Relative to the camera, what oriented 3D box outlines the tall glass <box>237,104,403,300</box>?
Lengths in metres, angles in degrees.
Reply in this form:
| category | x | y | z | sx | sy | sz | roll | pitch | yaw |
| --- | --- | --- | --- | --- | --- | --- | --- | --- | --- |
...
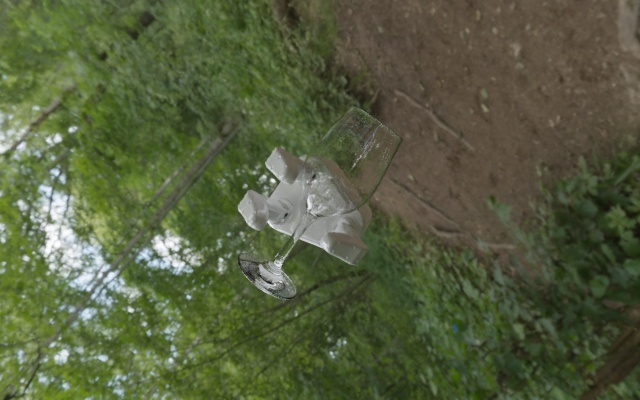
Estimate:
| category | x | y | z | sx | sy | sz | roll | pitch | yaw |
| --- | --- | --- | --- | --- | --- | --- | --- | --- | --- |
| tall glass | 0.000 | 0.002 | 0.491 | 0.079 | 0.201 | 0.079 | 34 | 11 | -8 |
